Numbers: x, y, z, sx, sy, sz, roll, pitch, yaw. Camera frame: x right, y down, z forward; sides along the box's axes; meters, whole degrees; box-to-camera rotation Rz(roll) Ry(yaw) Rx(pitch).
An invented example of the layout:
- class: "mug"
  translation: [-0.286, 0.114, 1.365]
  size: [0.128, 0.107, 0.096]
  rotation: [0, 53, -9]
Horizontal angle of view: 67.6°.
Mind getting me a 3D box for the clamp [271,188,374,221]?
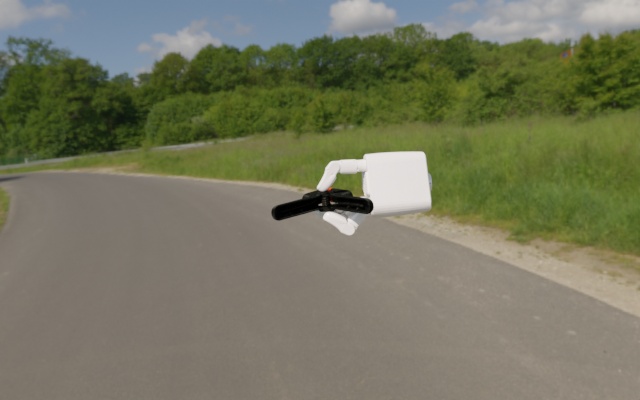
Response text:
- class: "clamp"
  translation: [0.000, 0.002, 0.849]
  size: [0.164, 0.036, 0.210]
  rotation: [-4, 8, -1]
